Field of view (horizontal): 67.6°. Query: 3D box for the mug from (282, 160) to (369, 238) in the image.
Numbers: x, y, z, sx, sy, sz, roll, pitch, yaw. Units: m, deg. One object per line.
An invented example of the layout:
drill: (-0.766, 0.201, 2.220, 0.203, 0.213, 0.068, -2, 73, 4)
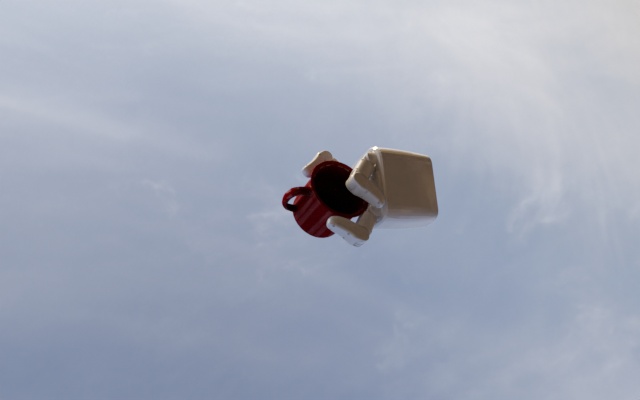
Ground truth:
mug: (-0.001, 0.002, 0.687, 0.117, 0.093, 0.081, 2, -31, -30)
